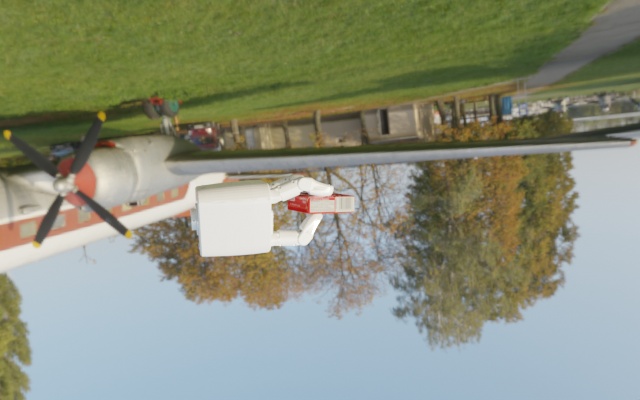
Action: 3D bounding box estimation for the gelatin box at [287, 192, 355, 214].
[{"bbox_3d":[0.000,0.003,0.780,0.089,0.030,0.073,-1,6,-30],"label":"gelatin box"}]
